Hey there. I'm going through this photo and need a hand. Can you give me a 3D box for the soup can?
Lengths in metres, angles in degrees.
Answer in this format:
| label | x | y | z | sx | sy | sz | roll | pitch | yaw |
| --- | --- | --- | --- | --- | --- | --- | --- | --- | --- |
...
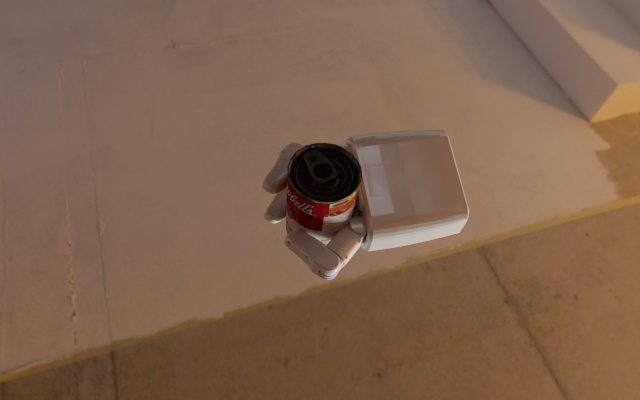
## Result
| label | x | y | z | sx | sy | sz | roll | pitch | yaw |
| --- | --- | --- | --- | --- | --- | --- | --- | --- | --- |
| soup can | 0.000 | 0.002 | 0.471 | 0.068 | 0.068 | 0.102 | 0 | -34 | -6 |
